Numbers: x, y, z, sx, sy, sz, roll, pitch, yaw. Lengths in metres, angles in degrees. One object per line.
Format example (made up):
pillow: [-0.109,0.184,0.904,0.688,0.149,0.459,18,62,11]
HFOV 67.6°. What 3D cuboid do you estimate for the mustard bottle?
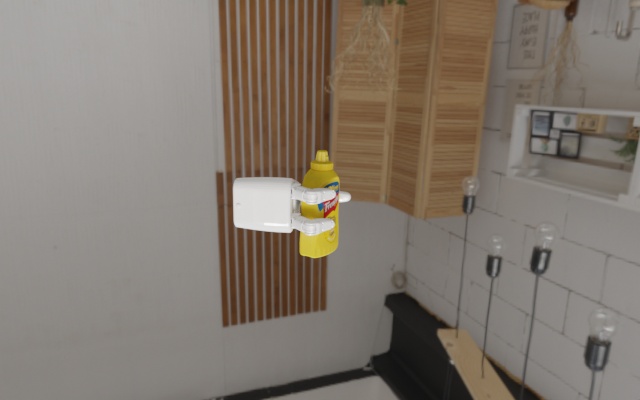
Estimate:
mustard bottle: [0.000,0.003,0.886,0.058,0.192,0.096,10,17,31]
